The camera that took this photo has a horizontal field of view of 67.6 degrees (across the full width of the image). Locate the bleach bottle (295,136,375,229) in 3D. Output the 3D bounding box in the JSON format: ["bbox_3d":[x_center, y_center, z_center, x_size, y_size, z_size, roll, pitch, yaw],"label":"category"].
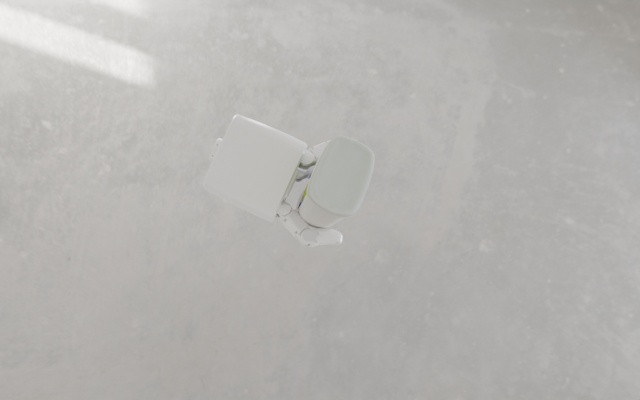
[{"bbox_3d":[0.000,0.002,0.677,0.068,0.102,0.251,25,-20,-5],"label":"bleach bottle"}]
